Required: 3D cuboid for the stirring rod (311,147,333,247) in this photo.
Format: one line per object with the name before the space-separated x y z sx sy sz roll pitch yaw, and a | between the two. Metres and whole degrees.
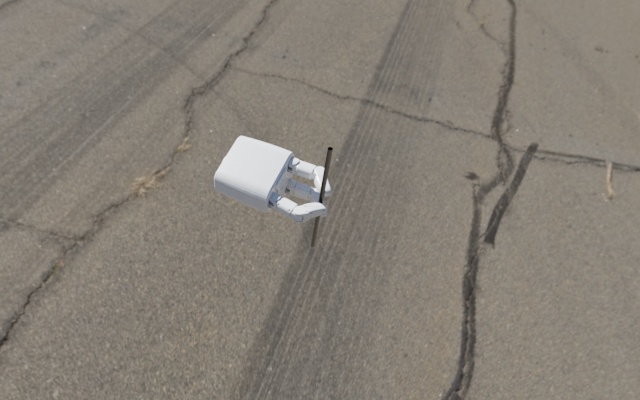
stirring rod | 0.000 0.003 0.820 0.011 0.011 0.240 0 -43 -10
